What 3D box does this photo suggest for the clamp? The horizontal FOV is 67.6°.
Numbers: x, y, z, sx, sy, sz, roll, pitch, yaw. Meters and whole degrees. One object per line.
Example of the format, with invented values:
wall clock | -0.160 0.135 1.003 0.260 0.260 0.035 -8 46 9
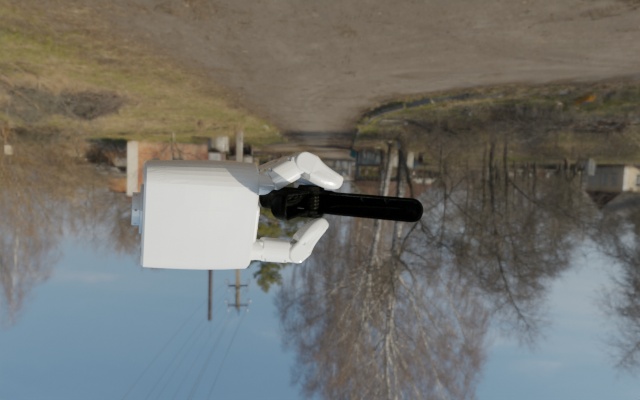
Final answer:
clamp | 0.000 0.003 0.536 0.164 0.036 0.210 4 3 -22
